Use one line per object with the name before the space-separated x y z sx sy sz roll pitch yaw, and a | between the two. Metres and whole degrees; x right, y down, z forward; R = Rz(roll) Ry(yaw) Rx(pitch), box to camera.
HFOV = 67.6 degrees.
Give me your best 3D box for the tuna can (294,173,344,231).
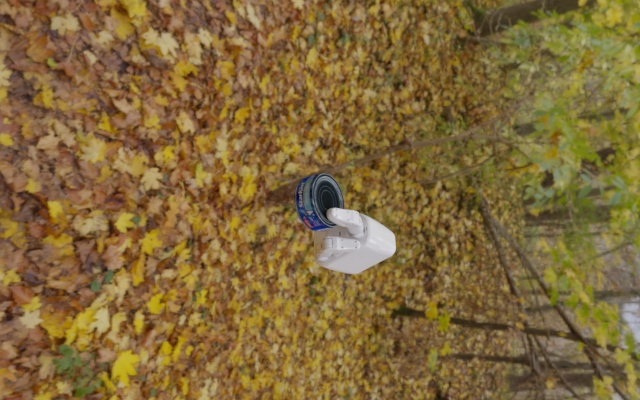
tuna can | 0.001 0.002 0.726 0.034 0.086 0.086 -13 -8 35
